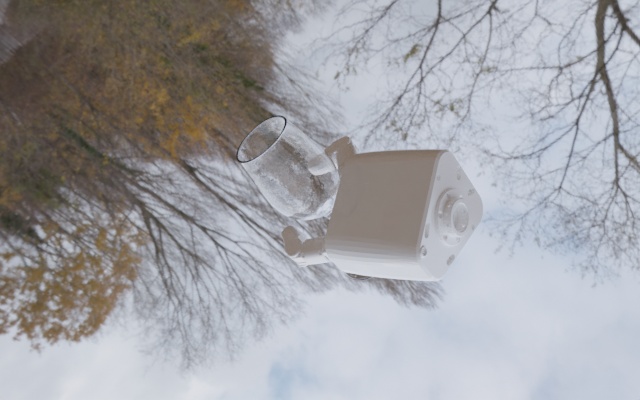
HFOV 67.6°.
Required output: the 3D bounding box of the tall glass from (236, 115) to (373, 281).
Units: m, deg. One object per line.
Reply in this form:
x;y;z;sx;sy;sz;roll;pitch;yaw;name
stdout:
0.000;0.002;0.509;0.079;0.079;0.201;0;-38;47;tall glass
